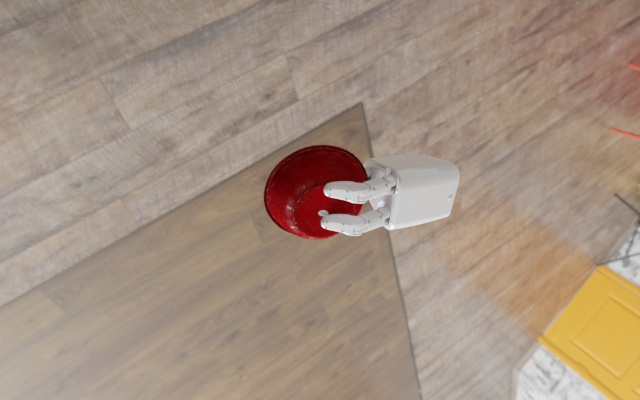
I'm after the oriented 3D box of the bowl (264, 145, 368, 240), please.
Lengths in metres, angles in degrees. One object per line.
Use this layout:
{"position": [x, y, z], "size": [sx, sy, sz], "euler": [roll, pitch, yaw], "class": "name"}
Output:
{"position": [-0.001, 0.003, 0.697], "size": [0.162, 0.162, 0.055], "euler": [0, 33, -15], "class": "bowl"}
